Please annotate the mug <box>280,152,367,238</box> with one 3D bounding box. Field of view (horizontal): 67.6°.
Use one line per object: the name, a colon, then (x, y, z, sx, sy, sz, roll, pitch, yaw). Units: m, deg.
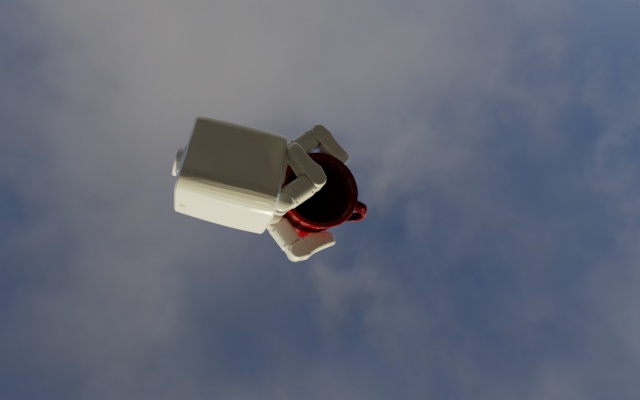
mug: (0.001, 0.002, 0.593, 0.117, 0.093, 0.081, 15, -21, -13)
